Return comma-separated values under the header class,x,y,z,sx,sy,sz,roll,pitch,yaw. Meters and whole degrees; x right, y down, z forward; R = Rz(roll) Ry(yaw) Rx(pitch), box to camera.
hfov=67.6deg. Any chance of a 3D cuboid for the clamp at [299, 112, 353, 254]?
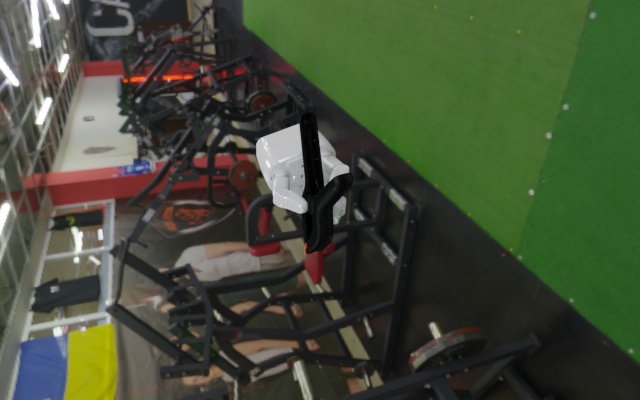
class,x,y,z,sx,sy,sz,roll,pitch,yaw
clamp,-0.001,0.003,0.671,0.036,0.210,0.164,-7,33,-17
